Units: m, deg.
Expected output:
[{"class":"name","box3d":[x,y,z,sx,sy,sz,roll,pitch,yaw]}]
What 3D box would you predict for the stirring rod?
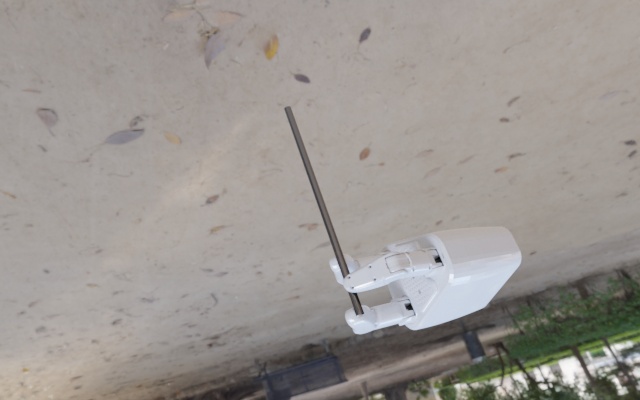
[{"class":"stirring rod","box3d":[0.000,0.001,0.490,0.011,0.239,0.011,-17,-22,-7]}]
